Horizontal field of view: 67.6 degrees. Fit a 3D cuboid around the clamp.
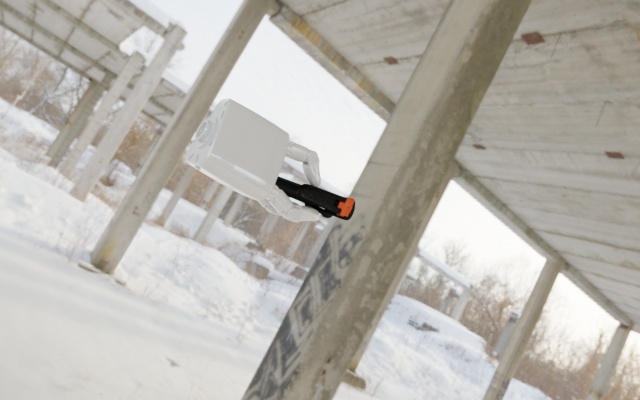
[{"bbox_3d":[0.001,0.002,0.764,0.164,0.036,0.210,27,-6,-33],"label":"clamp"}]
